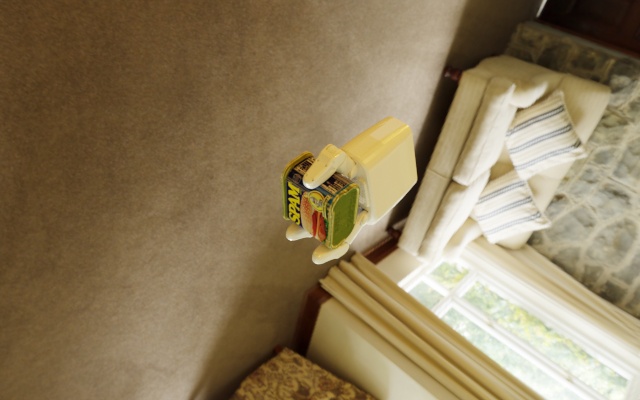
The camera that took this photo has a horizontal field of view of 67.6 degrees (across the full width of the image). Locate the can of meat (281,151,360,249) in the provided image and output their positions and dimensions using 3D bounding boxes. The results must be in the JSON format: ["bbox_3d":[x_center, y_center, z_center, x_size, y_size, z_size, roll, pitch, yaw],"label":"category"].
[{"bbox_3d":[0.000,0.002,0.606,0.084,0.102,0.057,34,54,27],"label":"can of meat"}]
